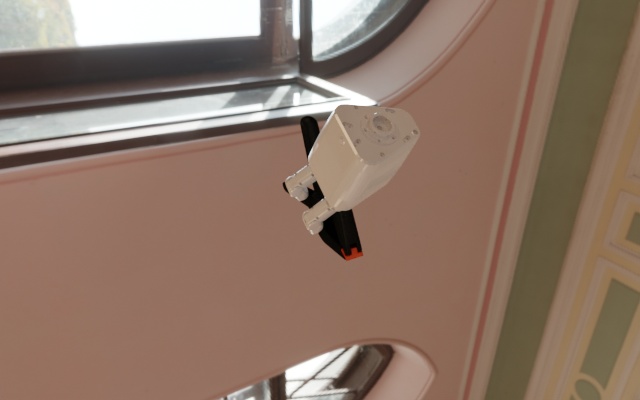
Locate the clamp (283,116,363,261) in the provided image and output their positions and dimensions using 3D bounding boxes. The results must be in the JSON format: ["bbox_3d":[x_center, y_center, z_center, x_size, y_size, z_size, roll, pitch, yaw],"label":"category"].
[{"bbox_3d":[0.001,0.002,0.717,0.036,0.210,0.165,-15,-24,-25],"label":"clamp"}]
